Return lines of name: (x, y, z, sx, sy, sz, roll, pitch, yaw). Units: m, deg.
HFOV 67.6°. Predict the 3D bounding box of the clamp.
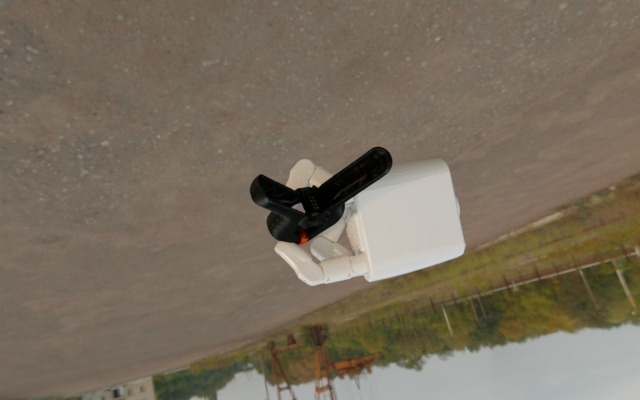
clamp: (0.000, 0.002, 0.445, 0.120, 0.039, 0.171, -12, -16, -6)
